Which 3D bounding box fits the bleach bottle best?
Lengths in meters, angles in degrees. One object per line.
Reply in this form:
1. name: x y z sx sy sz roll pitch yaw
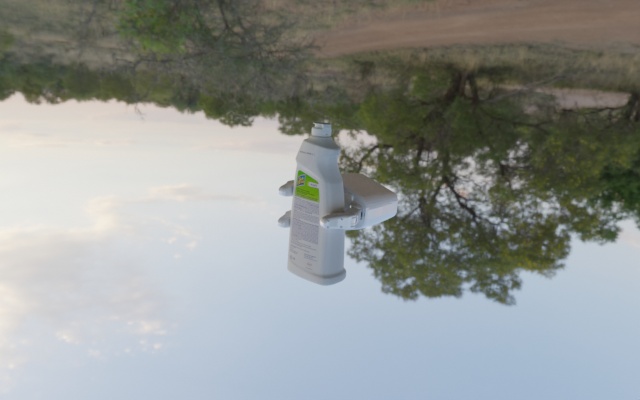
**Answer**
1. bleach bottle: 0.000 0.003 0.770 0.102 0.251 0.068 15 17 38
